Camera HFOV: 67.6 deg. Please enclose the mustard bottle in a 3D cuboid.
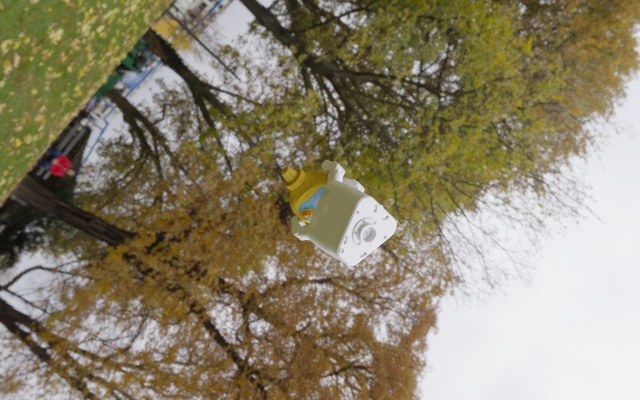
[{"bbox_3d":[0.000,0.003,0.876,0.192,0.096,0.058,41,17,-30],"label":"mustard bottle"}]
